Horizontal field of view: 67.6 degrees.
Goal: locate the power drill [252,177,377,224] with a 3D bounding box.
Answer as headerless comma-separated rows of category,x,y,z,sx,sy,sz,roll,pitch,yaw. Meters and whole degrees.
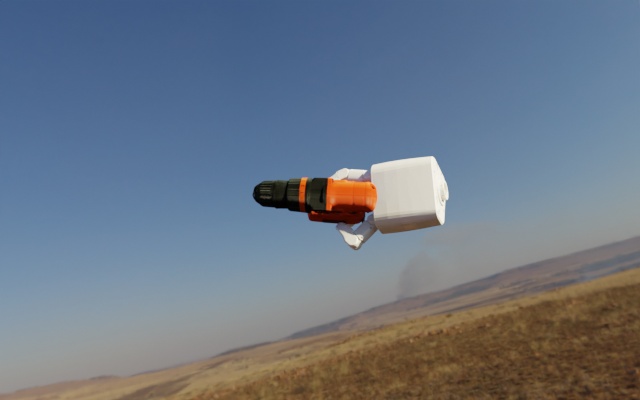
power drill,0.000,0.003,0.769,0.184,0.057,0.188,4,-5,9
